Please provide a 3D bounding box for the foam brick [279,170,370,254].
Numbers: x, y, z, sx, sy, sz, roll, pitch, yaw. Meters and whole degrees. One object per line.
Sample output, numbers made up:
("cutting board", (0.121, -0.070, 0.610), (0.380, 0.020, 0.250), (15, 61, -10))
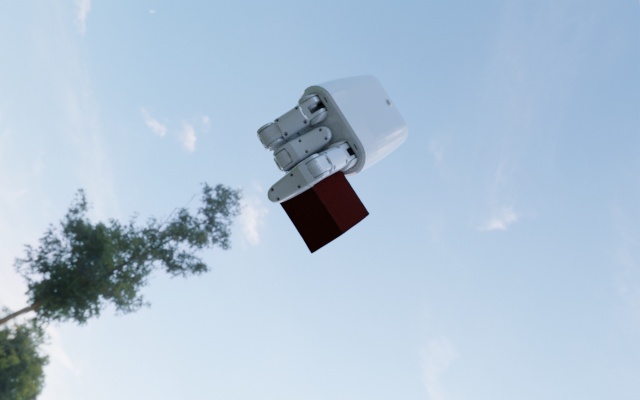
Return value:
("foam brick", (0.000, 0.002, 0.475), (0.053, 0.078, 0.051), (-33, -2, 42))
